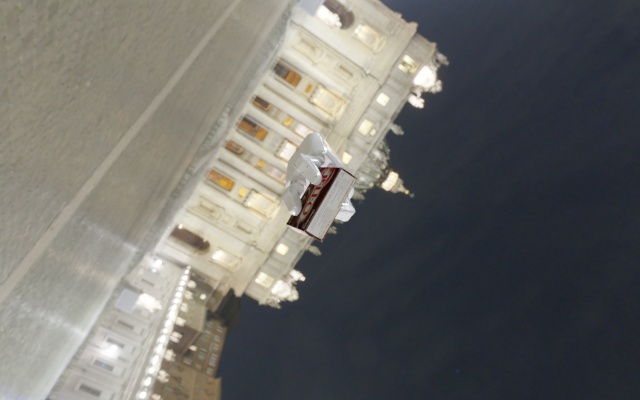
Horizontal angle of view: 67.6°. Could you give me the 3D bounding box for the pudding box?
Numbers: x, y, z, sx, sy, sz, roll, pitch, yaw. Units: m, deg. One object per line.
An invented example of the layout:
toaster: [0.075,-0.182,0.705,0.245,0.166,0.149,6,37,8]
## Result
pudding box: [0.000,0.002,0.740,0.039,0.113,0.090,30,-7,-20]
